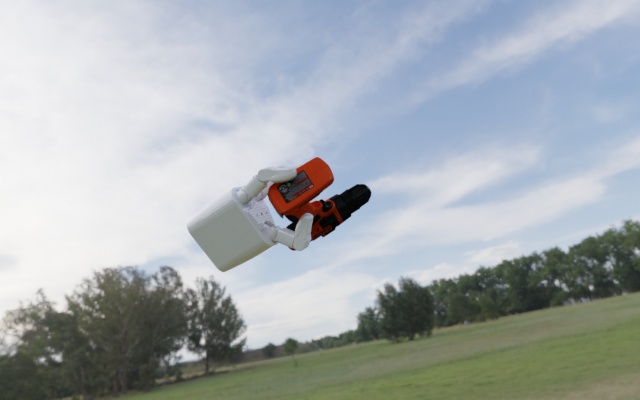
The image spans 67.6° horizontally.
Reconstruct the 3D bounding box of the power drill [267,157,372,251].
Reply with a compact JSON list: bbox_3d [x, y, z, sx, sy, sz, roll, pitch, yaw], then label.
[{"bbox_3d":[0.000,0.003,0.809,0.184,0.057,0.188,-35,-27,-4],"label":"power drill"}]
